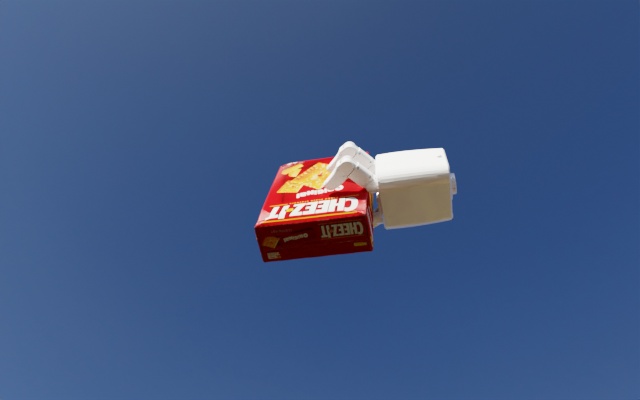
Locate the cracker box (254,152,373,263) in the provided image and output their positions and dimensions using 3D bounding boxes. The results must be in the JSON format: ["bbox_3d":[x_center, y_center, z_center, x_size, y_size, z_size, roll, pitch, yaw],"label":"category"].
[{"bbox_3d":[0.000,0.003,0.761,0.164,0.072,0.213,-8,27,11],"label":"cracker box"}]
